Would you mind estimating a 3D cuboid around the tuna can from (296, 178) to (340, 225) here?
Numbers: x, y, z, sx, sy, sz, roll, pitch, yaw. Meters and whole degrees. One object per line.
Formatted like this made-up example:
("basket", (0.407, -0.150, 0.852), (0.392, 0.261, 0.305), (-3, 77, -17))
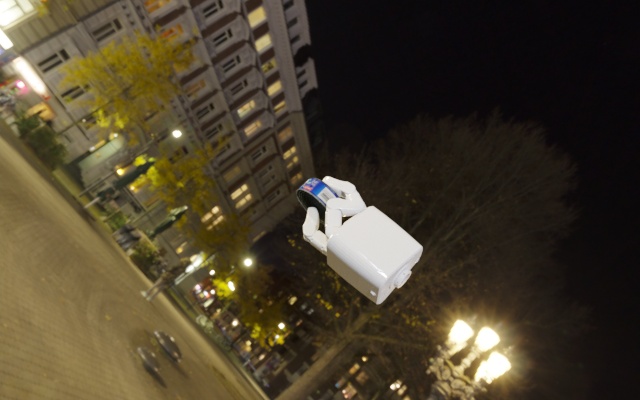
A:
("tuna can", (0.000, 0.002, 0.818), (0.033, 0.086, 0.086), (-45, 19, -20))
